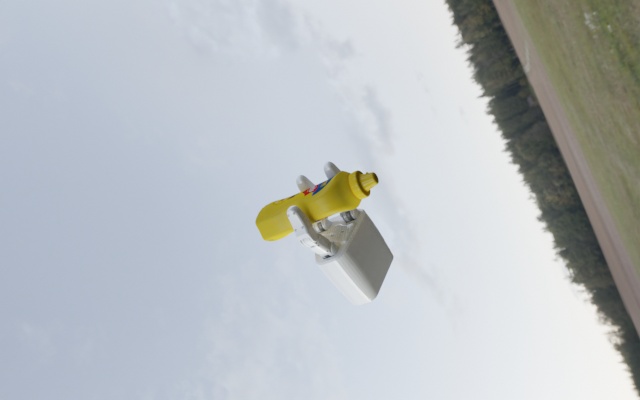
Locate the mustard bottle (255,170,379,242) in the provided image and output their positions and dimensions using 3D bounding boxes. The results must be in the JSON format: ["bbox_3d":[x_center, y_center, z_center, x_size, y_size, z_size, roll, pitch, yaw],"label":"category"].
[{"bbox_3d":[0.000,0.002,0.711,0.192,0.058,0.096,-23,5,28],"label":"mustard bottle"}]
